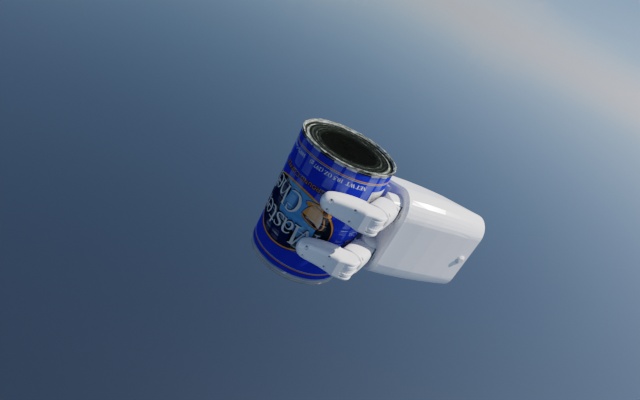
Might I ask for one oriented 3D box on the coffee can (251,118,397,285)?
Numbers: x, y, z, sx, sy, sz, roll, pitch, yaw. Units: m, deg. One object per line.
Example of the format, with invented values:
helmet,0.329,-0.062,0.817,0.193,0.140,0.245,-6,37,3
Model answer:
coffee can,0.000,0.002,0.496,0.103,0.140,0.102,22,27,-12
